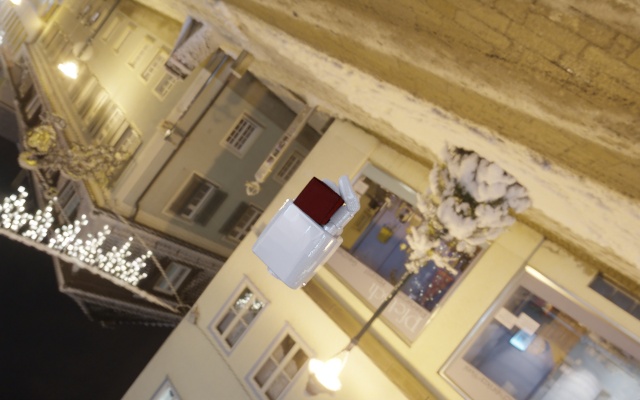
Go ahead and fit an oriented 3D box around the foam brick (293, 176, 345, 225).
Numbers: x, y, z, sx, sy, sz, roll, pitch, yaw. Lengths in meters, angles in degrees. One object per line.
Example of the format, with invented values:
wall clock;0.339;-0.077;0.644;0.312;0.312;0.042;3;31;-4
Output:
foam brick;0.000;0.002;0.726;0.053;0.051;0.078;41;4;10
